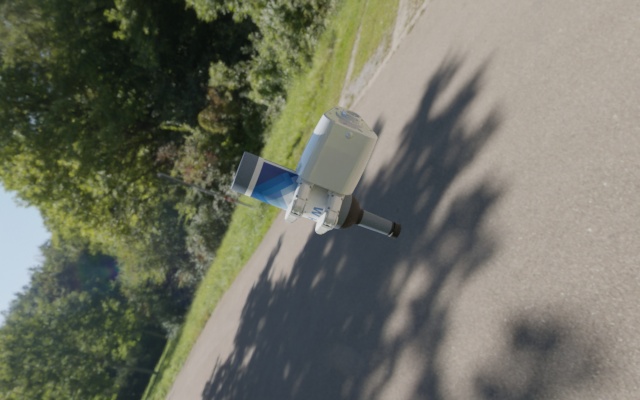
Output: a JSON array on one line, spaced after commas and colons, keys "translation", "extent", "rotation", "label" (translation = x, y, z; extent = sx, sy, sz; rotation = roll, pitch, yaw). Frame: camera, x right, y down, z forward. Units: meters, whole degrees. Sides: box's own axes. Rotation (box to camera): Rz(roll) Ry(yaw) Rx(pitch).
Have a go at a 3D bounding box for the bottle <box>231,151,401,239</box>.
[{"translation": [0.000, 0.003, 0.804], "extent": [0.296, 0.069, 0.069], "rotation": [21, -4, -11], "label": "bottle"}]
